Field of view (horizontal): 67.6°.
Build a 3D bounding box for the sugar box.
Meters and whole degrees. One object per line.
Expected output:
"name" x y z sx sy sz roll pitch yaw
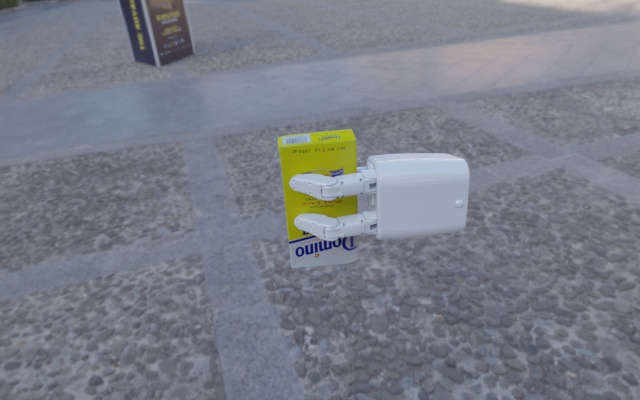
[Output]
"sugar box" 0.000 0.002 0.608 0.093 0.176 0.048 -5 26 -2
